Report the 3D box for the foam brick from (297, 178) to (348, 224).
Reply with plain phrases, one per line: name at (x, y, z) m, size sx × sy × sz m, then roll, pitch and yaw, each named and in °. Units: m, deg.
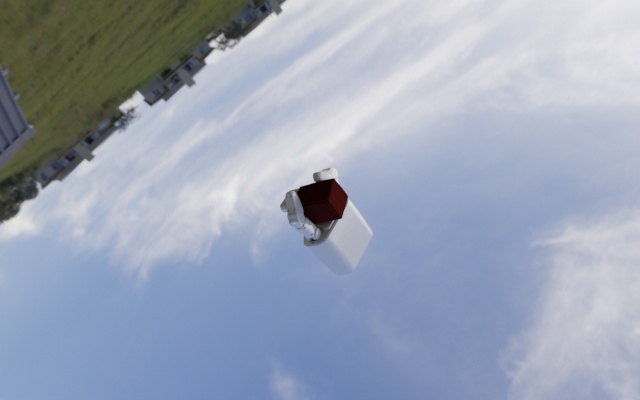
foam brick at (0.000, 0.003, 0.830) m, size 0.078 × 0.053 × 0.051 m, roll -12°, pitch -46°, yaw 35°
